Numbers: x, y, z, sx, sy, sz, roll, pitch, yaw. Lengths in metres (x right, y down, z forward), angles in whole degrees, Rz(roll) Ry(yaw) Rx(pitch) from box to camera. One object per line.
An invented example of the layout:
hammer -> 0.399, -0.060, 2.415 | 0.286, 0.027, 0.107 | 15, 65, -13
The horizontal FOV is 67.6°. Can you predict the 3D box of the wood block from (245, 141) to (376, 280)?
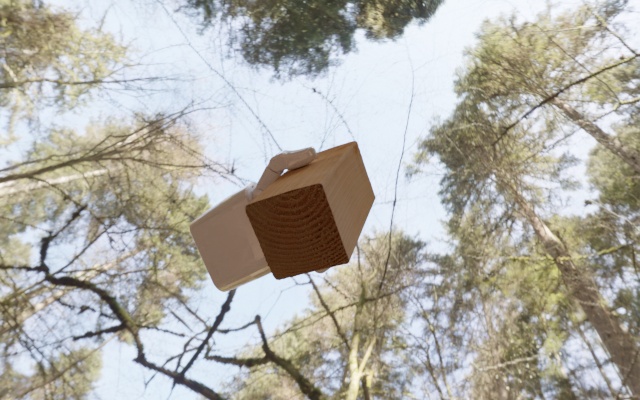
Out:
wood block -> 0.000, 0.002, 0.579 | 0.090, 0.091, 0.206 | -16, 14, 19
